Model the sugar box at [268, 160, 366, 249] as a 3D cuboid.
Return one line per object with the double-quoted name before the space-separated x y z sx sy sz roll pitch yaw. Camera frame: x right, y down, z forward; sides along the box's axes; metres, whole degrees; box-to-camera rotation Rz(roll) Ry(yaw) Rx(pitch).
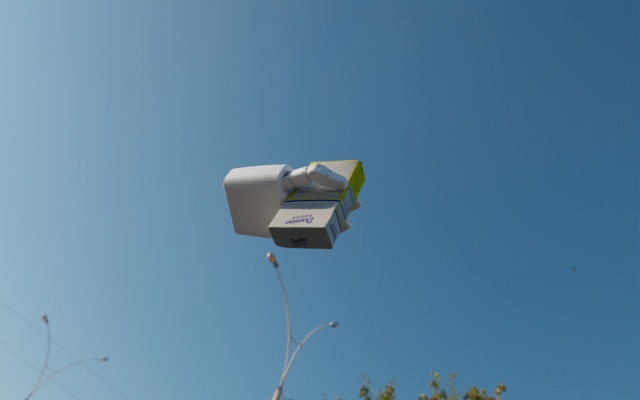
"sugar box" 0.000 0.003 0.728 0.093 0.048 0.176 0 38 26
